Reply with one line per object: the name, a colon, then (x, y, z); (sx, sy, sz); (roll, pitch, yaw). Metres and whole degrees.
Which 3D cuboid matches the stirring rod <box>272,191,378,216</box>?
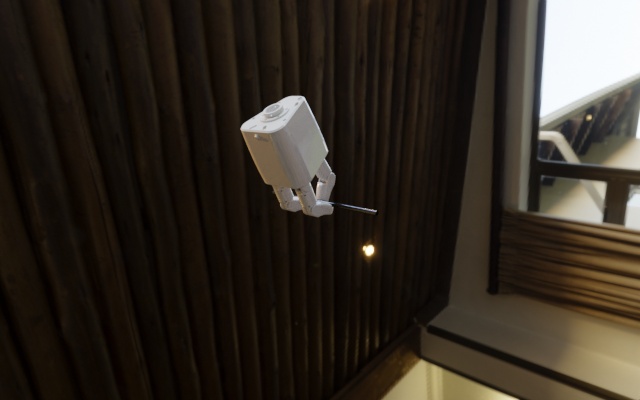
stirring rod: (0.000, 0.003, 0.830); (0.239, 0.011, 0.011); (11, 7, 41)
